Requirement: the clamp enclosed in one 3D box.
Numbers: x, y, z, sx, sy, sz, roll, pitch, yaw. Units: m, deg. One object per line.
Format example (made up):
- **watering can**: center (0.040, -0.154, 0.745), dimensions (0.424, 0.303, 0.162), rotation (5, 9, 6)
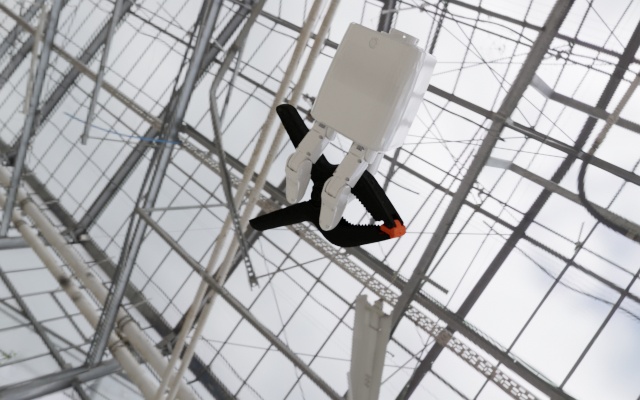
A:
- **clamp**: center (0.001, 0.002, 0.552), dimensions (0.210, 0.165, 0.036), rotation (34, 25, 30)
